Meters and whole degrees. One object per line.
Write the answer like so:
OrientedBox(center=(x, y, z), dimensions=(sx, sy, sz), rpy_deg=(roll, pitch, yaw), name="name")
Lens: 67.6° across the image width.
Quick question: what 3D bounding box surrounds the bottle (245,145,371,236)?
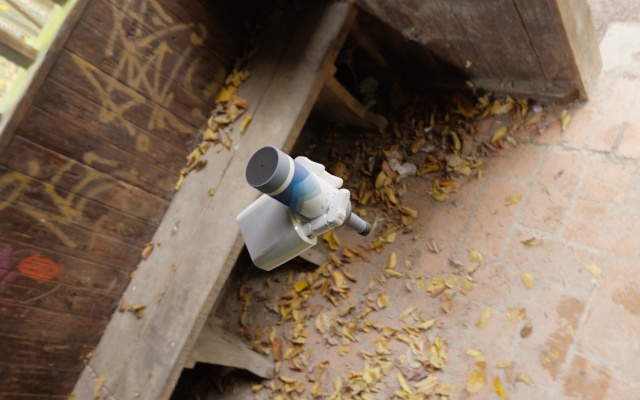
OrientedBox(center=(0.000, 0.002, 0.795), dimensions=(0.069, 0.069, 0.296), rpy_deg=(0, -21, 38), name="bottle")
